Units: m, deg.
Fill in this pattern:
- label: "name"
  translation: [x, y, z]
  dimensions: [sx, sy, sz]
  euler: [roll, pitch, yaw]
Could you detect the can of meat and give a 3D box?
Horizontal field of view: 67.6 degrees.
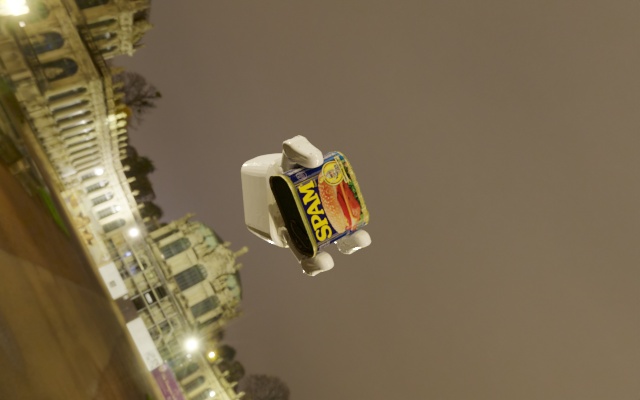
- label: "can of meat"
  translation: [0.000, 0.002, 0.559]
  dimensions: [0.084, 0.102, 0.057]
  euler: [-27, 14, -25]
